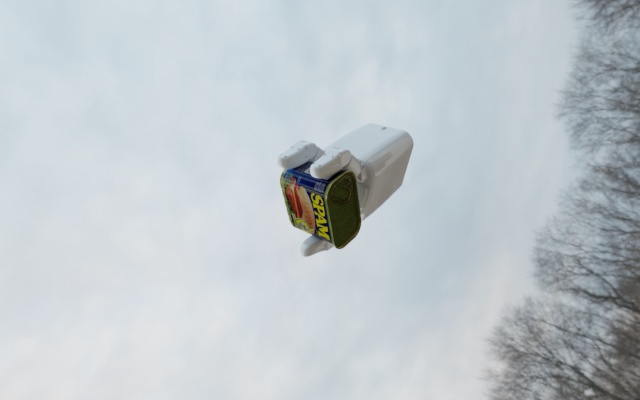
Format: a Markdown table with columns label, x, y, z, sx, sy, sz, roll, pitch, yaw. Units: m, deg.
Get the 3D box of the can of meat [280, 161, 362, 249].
| label | x | y | z | sx | sy | sz | roll | pitch | yaw |
| --- | --- | --- | --- | --- | --- | --- | --- | --- | --- |
| can of meat | 0.000 | 0.002 | 0.620 | 0.084 | 0.102 | 0.057 | 20 | 45 | 37 |
